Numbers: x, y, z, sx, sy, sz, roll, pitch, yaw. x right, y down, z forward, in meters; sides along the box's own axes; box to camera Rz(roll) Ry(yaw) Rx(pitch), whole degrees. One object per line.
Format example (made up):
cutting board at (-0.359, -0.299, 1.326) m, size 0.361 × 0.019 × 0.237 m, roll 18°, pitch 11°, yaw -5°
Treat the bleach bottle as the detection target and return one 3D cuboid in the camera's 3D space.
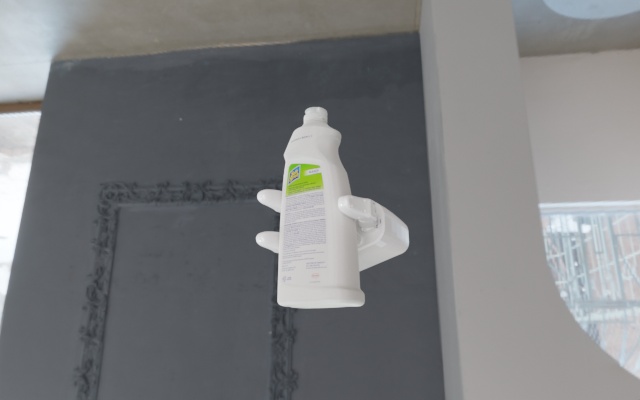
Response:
bleach bottle at (0.000, 0.002, 0.587) m, size 0.102 × 0.250 × 0.068 m, roll -9°, pitch -19°, yaw 29°
